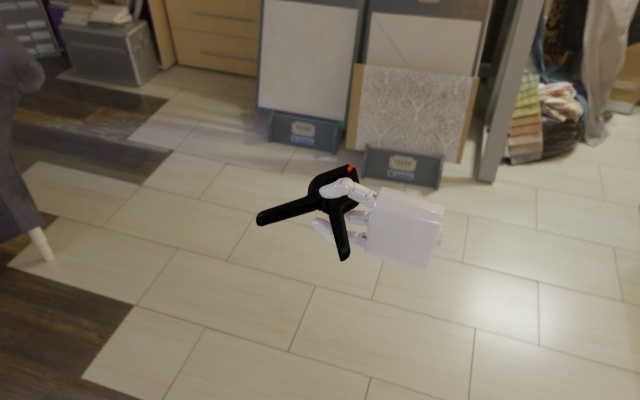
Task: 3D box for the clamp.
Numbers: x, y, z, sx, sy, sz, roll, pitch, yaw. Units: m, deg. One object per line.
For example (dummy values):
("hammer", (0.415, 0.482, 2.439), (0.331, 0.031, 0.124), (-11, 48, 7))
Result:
("clamp", (0.001, 0.002, 0.808), (0.164, 0.036, 0.209), (17, 45, 12))
